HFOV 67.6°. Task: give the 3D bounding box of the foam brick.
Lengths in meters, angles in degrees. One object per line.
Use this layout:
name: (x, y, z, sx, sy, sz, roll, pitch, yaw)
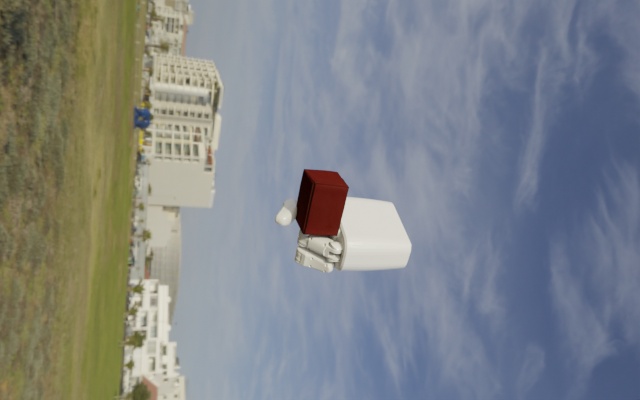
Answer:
foam brick: (0.000, 0.002, 0.656, 0.051, 0.078, 0.053, 3, 26, -19)
